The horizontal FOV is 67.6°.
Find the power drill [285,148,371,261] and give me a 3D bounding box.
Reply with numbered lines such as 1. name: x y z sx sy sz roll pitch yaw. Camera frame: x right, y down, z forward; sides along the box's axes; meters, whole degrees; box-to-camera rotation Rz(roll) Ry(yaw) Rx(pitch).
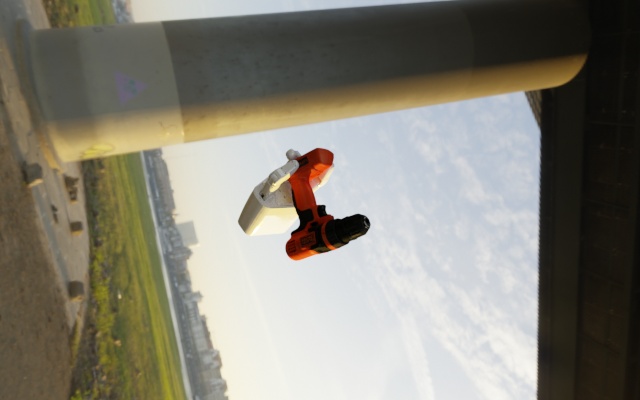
1. power drill: 0.000 0.003 0.870 0.184 0.187 0.057 -24 -26 34
